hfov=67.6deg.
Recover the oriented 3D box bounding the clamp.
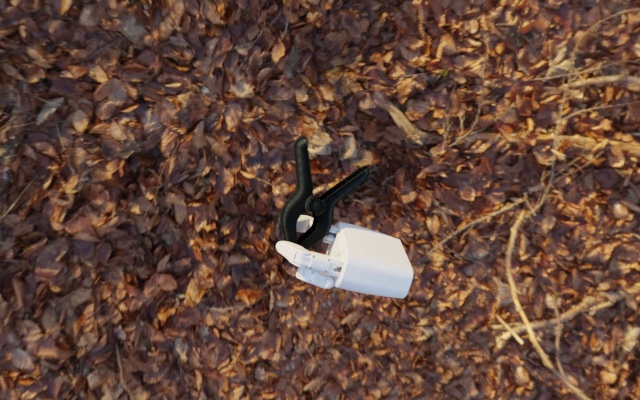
[{"bbox_3d":[0.000,0.003,0.701,0.120,0.171,0.039,15,8,-13],"label":"clamp"}]
